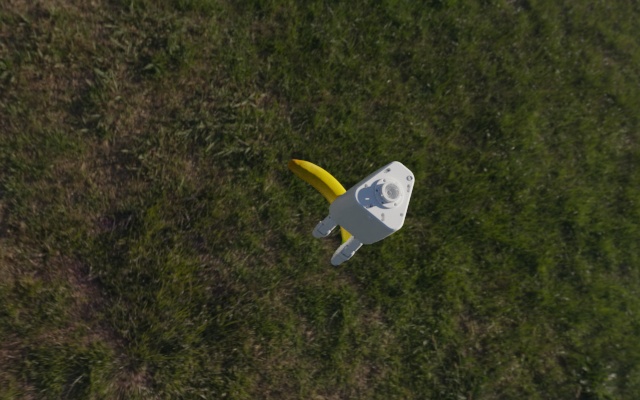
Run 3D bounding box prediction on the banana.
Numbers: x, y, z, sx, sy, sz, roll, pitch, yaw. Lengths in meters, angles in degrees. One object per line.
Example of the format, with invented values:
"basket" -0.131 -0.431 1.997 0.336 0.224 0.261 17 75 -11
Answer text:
"banana" 0.017 -0.003 0.881 0.069 0.198 0.037 -31 -2 -20
